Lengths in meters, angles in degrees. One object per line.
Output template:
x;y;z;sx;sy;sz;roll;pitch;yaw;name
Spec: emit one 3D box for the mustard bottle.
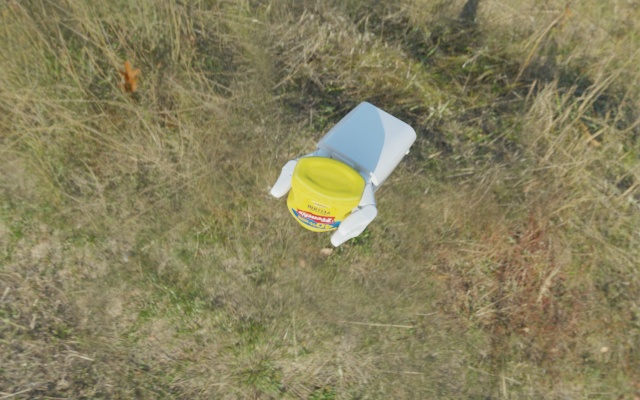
0.000;0.002;0.699;0.096;0.058;0.192;17;-21;-2;mustard bottle
